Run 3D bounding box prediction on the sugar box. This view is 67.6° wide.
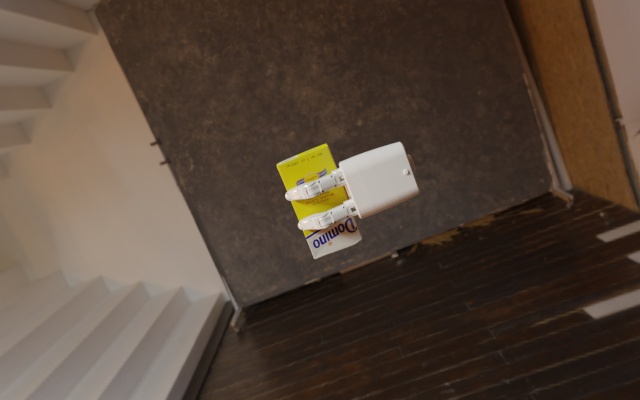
[{"bbox_3d":[0.000,0.003,0.812,0.093,0.176,0.048,-22,11,1],"label":"sugar box"}]
